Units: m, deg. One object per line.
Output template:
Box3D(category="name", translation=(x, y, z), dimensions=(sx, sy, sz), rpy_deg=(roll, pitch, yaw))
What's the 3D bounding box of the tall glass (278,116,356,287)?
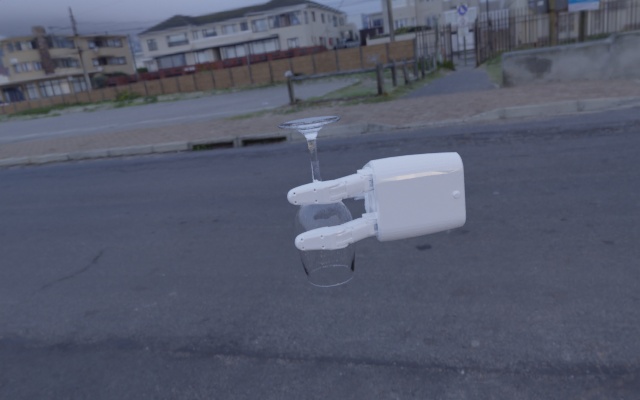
Box3D(category="tall glass", translation=(0.000, 0.001, 0.587), dimensions=(0.079, 0.201, 0.079), rpy_deg=(-7, 16, 2))
